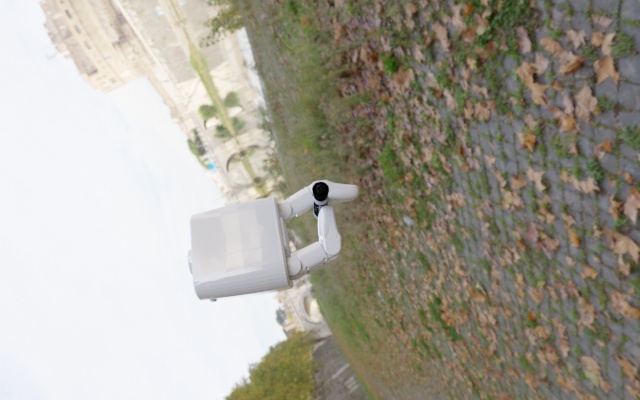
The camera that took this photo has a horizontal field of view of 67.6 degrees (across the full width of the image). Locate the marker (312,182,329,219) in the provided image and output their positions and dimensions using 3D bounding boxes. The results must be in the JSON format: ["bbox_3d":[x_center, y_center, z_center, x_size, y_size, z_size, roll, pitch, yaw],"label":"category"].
[{"bbox_3d":[0.000,0.002,0.567,0.020,0.020,0.121,0,-14,0],"label":"marker"}]
